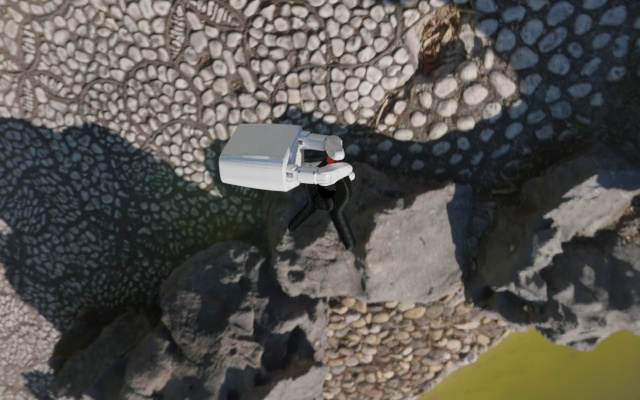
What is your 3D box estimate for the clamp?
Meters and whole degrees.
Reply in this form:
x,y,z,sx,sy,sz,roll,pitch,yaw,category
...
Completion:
x,y,z,sx,sy,sz,roll,pitch,yaw,category
0.000,0.003,0.780,0.120,0.171,0.039,5,29,12,clamp
